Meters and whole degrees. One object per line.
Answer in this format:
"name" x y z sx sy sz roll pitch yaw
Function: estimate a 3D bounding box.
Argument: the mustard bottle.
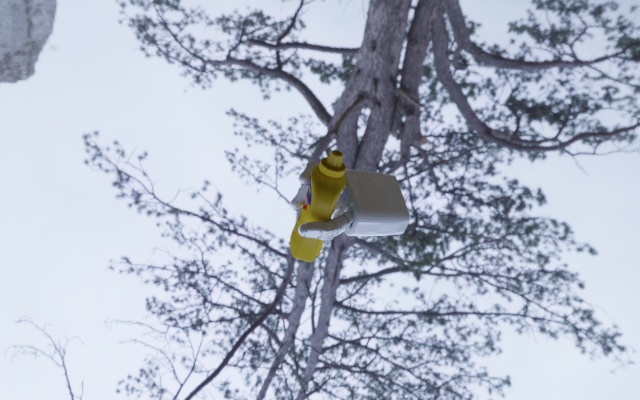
"mustard bottle" 0.000 0.003 0.779 0.058 0.192 0.096 17 34 -4
